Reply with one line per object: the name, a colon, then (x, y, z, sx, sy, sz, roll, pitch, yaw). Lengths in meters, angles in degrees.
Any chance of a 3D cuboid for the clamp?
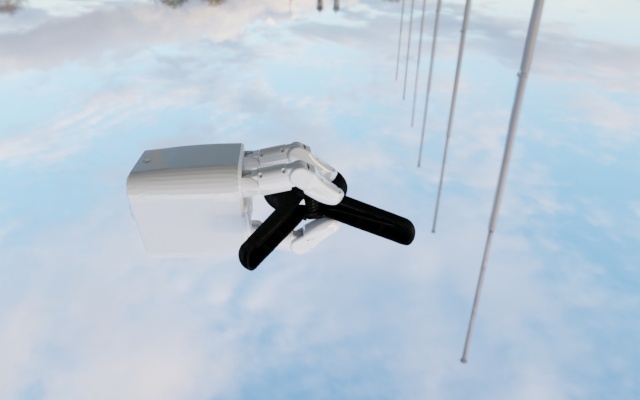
clamp: (0.000, 0.002, 0.512, 0.164, 0.036, 0.210, -4, 27, -4)
